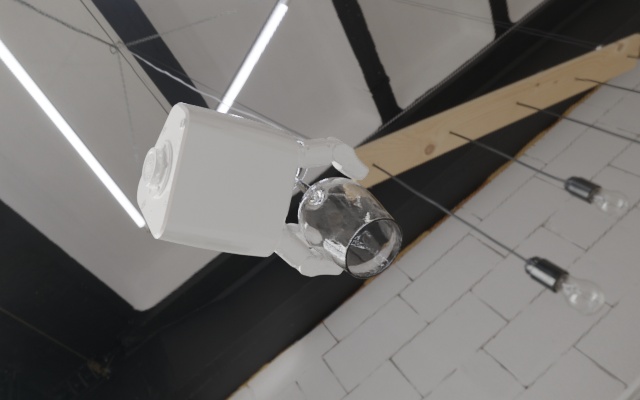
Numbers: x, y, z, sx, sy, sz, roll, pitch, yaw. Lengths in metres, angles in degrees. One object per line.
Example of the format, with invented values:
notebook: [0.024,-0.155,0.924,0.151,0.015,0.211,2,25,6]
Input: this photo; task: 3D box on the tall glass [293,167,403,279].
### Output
tall glass: [0.000,0.001,0.498,0.079,0.079,0.201,0,25,-33]
